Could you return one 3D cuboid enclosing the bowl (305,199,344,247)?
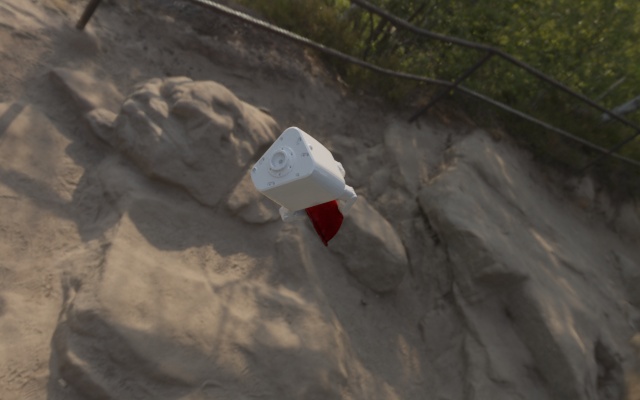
[{"bbox_3d":[0.001,0.003,0.899,0.055,0.162,0.162,-26,-1,2],"label":"bowl"}]
